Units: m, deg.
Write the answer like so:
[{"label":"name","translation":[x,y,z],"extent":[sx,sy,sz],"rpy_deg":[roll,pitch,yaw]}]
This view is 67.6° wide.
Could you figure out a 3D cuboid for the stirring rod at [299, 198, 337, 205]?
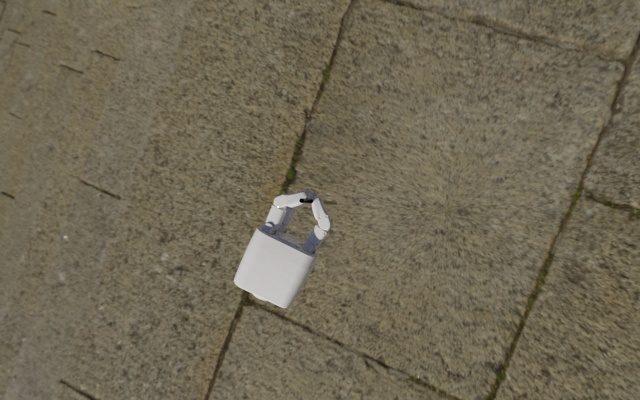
[{"label":"stirring rod","translation":[0.000,0.003,0.876],"extent":[0.011,0.011,0.239],"rpy_deg":[0,-1,15]}]
